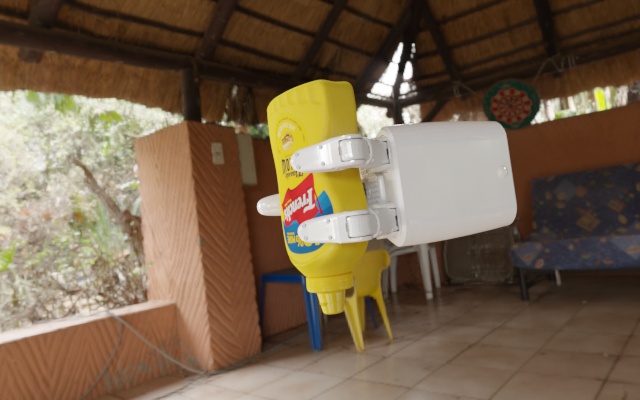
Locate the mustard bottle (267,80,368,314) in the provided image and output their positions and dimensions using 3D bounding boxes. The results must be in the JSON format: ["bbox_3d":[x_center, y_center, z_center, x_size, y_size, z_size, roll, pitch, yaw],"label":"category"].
[{"bbox_3d":[0.000,0.001,0.415,0.058,0.191,0.096,-6,-3,-37],"label":"mustard bottle"}]
